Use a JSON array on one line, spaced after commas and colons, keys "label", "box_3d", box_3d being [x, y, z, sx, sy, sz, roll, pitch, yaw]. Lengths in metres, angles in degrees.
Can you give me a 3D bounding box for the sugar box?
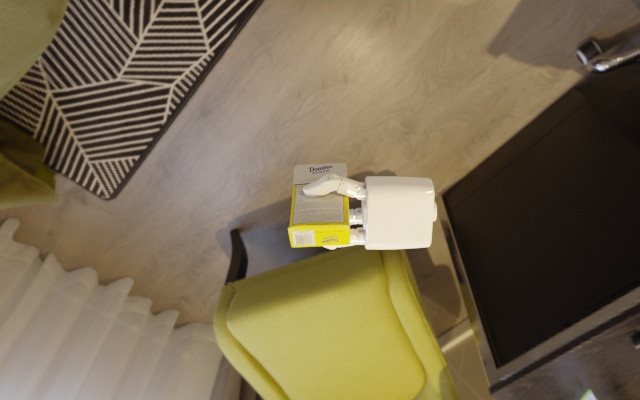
[{"label": "sugar box", "box_3d": [0.000, 0.003, 0.787, 0.093, 0.048, 0.176, -2, 34, 3]}]
